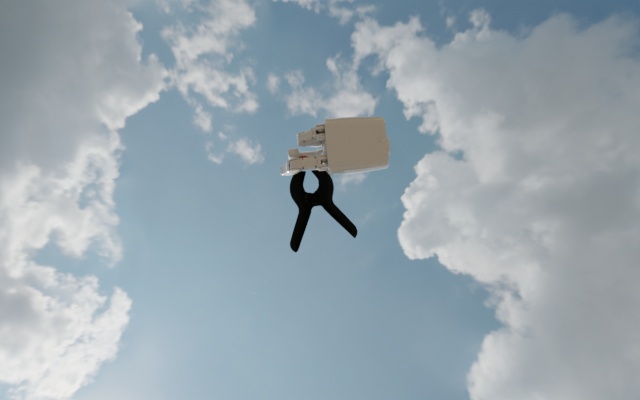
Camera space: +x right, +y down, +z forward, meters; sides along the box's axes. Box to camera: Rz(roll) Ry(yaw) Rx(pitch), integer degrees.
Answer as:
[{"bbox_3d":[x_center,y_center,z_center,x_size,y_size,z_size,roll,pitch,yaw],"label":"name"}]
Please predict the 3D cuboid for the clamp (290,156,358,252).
[{"bbox_3d":[0.000,0.003,0.851,0.120,0.171,0.039,-5,-7,-1],"label":"clamp"}]
